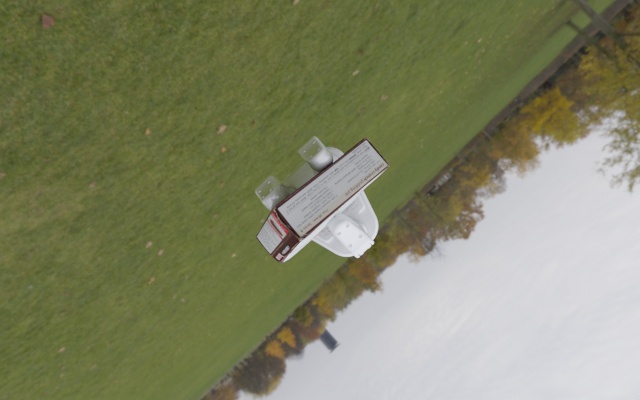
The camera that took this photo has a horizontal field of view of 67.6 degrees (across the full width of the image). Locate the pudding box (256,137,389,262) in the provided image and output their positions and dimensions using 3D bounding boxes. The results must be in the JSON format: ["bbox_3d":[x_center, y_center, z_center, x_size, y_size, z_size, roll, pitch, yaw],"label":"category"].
[{"bbox_3d":[0.000,0.002,0.434,0.113,0.039,0.090,-41,-5,-25],"label":"pudding box"}]
